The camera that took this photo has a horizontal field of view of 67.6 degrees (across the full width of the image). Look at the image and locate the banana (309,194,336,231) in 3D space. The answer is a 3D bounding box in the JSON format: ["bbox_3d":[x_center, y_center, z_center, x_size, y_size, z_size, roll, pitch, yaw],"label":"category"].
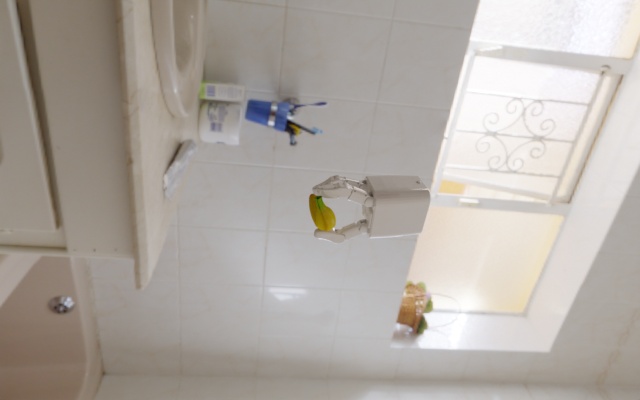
[{"bbox_3d":[0.003,0.021,0.893,0.037,0.069,0.198,-9,2,-6],"label":"banana"}]
